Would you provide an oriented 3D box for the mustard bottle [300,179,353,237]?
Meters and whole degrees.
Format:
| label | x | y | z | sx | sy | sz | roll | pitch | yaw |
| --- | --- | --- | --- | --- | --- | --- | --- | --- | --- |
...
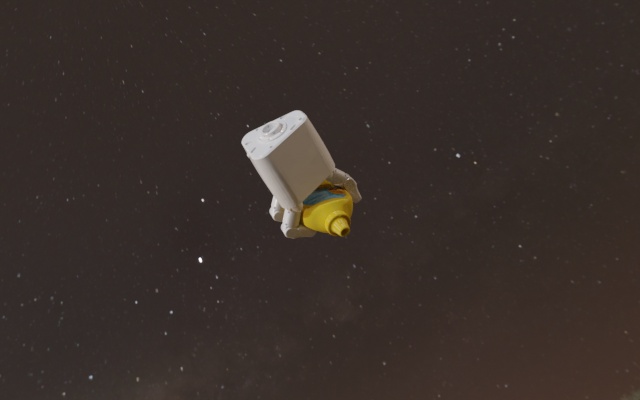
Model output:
| label | x | y | z | sx | sy | sz | roll | pitch | yaw |
| --- | --- | --- | --- | --- | --- | --- | --- | --- | --- |
| mustard bottle | 0.000 | 0.003 | 0.804 | 0.096 | 0.058 | 0.191 | -13 | 33 | -19 |
